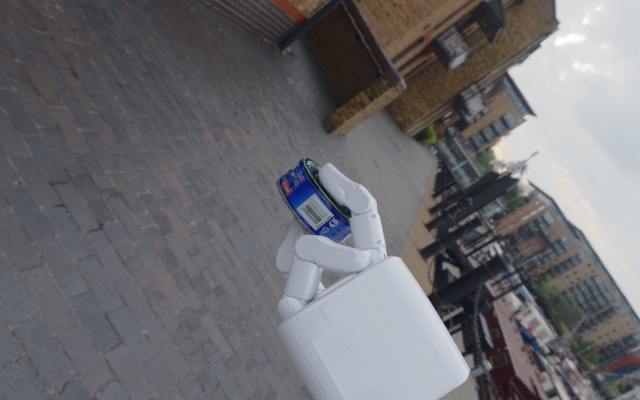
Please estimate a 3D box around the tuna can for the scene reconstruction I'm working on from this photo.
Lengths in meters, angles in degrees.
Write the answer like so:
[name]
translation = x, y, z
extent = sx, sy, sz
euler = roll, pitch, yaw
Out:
[tuna can]
translation = 0.000, 0.001, 0.448
extent = 0.034, 0.086, 0.086
euler = -40, -11, 13
